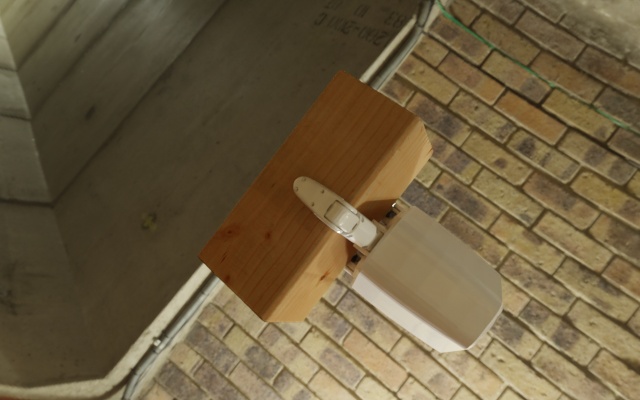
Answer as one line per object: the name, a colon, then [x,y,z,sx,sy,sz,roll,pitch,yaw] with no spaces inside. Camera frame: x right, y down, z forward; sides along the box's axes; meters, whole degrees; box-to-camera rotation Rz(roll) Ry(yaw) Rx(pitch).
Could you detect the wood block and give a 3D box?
wood block: [0.000,0.002,0.436,0.090,0.206,0.091,38,1,24]
